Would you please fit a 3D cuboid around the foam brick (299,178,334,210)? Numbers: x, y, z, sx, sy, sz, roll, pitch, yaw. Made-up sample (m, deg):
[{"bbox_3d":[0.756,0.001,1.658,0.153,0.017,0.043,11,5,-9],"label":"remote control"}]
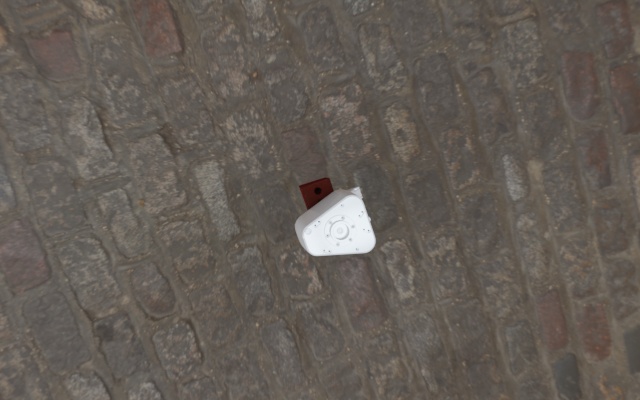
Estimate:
[{"bbox_3d":[0.000,0.003,0.846,0.053,0.078,0.051,-20,6,-6],"label":"foam brick"}]
